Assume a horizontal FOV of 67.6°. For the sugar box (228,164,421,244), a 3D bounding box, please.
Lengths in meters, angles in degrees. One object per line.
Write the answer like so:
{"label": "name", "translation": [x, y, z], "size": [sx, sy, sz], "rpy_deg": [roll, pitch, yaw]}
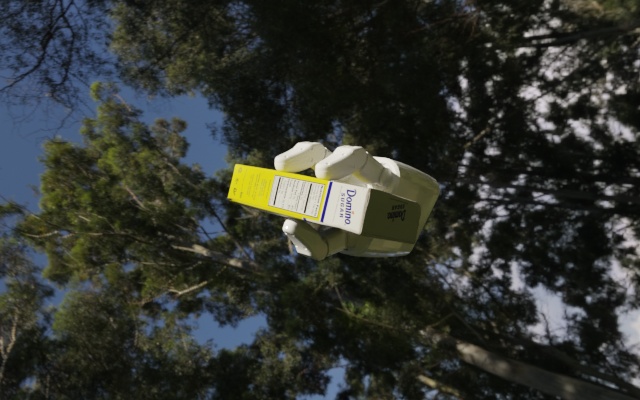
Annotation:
{"label": "sugar box", "translation": [0.000, 0.001, 0.470], "size": [0.176, 0.048, 0.093], "rpy_deg": [9, -3, 40]}
